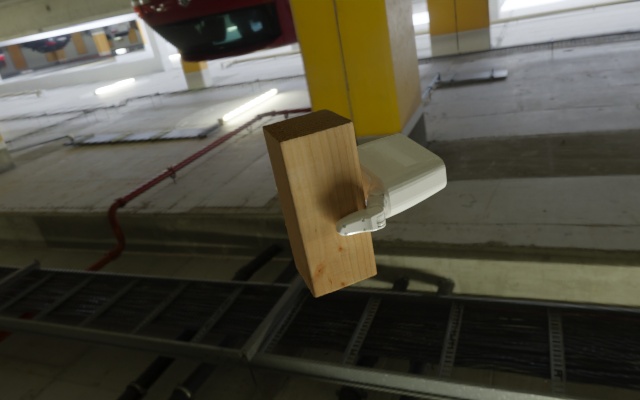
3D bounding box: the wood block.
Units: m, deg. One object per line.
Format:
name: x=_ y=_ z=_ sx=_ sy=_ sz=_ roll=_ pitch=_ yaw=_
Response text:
wood block: x=0.001 y=0.002 z=0.601 sx=0.090 sy=0.206 sz=0.090 roll=-18 pitch=24 yaw=-14
